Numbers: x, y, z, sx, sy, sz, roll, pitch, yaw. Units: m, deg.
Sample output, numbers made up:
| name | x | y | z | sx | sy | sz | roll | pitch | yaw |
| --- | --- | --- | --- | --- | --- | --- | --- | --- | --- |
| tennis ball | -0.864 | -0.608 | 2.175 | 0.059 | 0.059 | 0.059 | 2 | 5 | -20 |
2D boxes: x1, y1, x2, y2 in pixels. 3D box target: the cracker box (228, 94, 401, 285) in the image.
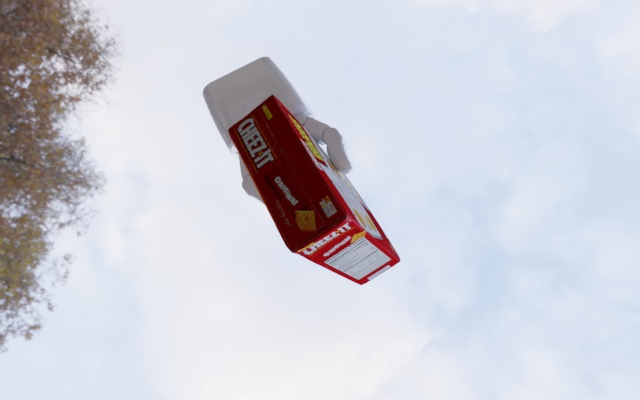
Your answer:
| name | x | y | z | sx | sy | sz | roll | pitch | yaw |
| --- | --- | --- | --- | --- | --- | --- | --- | --- | --- |
| cracker box | 0.000 | 0.002 | 0.551 | 0.072 | 0.164 | 0.214 | -36 | -27 | 9 |
